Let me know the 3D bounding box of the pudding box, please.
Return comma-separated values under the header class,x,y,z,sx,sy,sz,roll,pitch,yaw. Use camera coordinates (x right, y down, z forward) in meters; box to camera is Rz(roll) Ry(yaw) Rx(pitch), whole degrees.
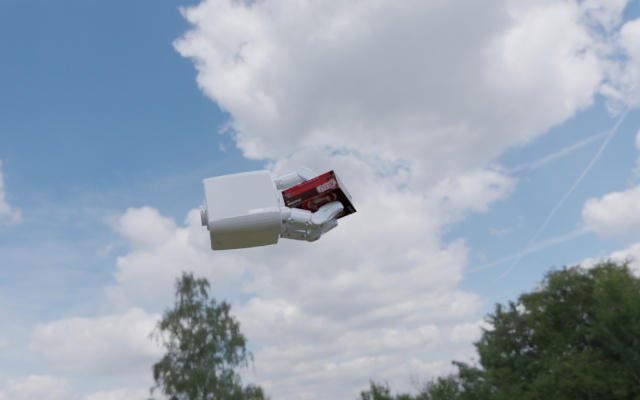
class,x,y,z,sx,sy,sz,roll,pitch,yaw
pudding box,0.000,0.002,0.764,0.090,0.039,0.113,-22,-24,10
